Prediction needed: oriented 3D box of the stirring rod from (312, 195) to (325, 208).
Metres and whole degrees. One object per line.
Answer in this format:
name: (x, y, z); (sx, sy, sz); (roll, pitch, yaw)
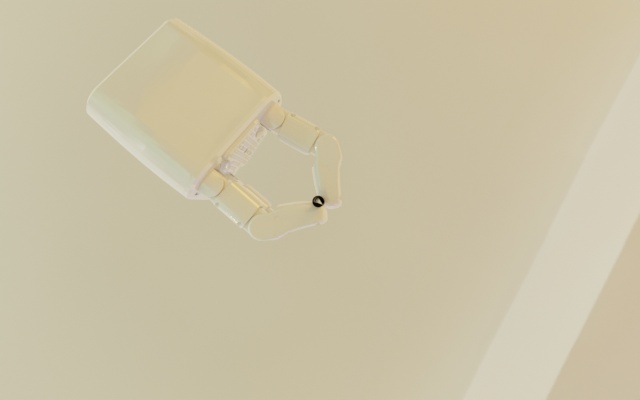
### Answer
stirring rod: (0.000, 0.001, 0.436); (0.011, 0.011, 0.239); (0, 0, 1)
